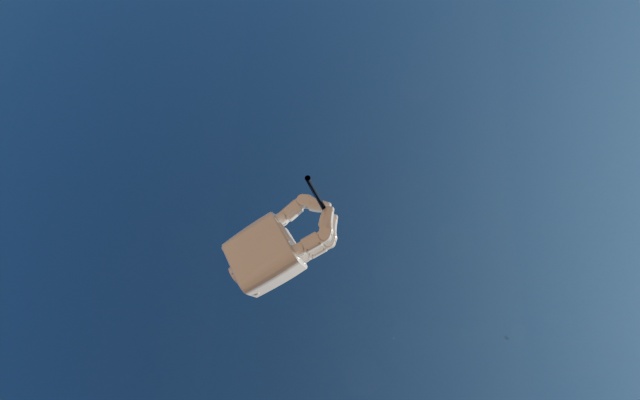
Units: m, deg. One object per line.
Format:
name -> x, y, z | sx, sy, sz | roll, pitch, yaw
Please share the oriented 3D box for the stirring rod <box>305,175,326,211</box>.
stirring rod -> 0.000, 0.002, 0.761 | 0.011, 0.011, 0.239 | 0, -16, 9
